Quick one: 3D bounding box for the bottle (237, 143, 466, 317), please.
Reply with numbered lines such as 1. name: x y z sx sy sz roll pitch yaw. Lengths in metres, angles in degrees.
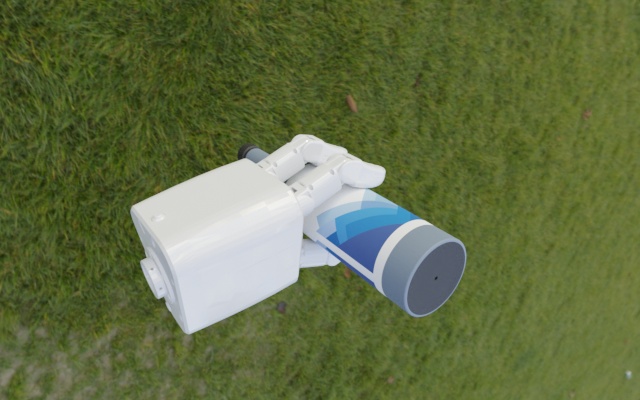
1. bottle: 0.000 0.002 0.458 0.069 0.069 0.295 0 23 -39
